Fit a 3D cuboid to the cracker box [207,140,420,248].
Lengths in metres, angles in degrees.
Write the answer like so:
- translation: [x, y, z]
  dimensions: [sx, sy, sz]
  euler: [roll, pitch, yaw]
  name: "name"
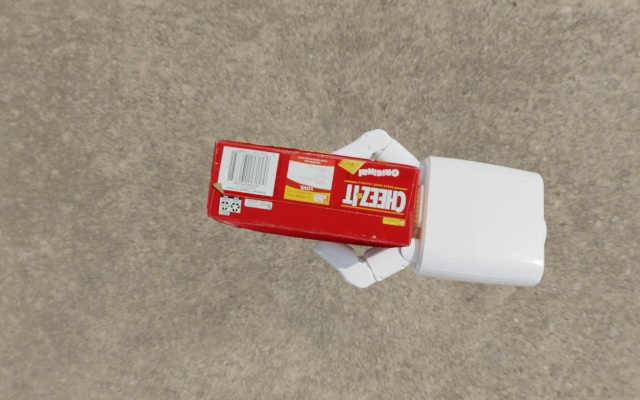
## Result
- translation: [0.000, 0.001, 0.471]
  dimensions: [0.164, 0.072, 0.214]
  euler: [8, -3, 4]
  name: "cracker box"
